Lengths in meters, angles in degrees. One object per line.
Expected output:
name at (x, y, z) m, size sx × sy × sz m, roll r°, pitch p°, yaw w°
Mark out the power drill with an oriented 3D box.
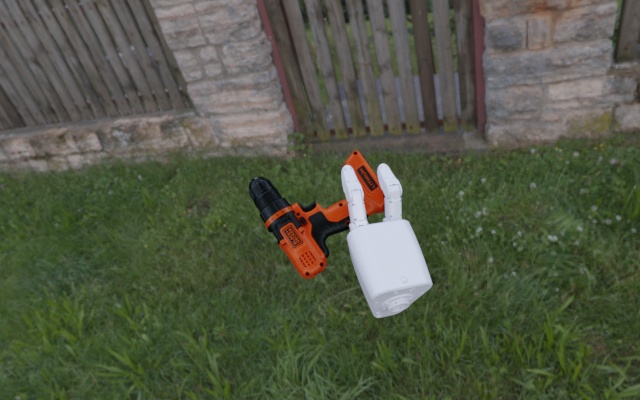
power drill at (0.001, 0.002, 0.756) m, size 0.187 × 0.184 × 0.057 m, roll -34°, pitch -11°, yaw -3°
